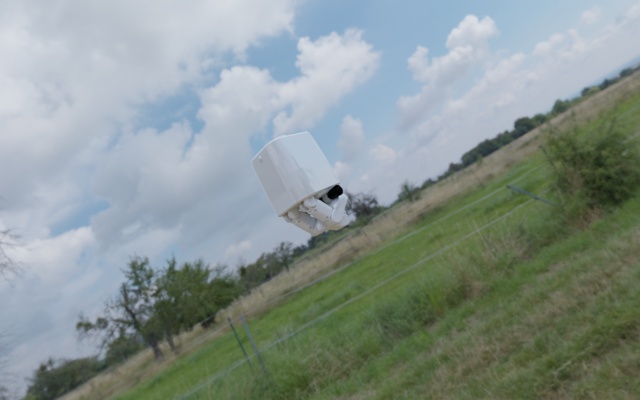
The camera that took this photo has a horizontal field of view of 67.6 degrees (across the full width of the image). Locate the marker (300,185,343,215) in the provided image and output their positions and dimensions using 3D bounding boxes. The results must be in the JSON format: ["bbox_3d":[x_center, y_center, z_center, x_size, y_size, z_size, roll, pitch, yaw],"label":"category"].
[{"bbox_3d":[0.000,0.003,0.798,0.020,0.020,0.121,0,-21,-33],"label":"marker"}]
